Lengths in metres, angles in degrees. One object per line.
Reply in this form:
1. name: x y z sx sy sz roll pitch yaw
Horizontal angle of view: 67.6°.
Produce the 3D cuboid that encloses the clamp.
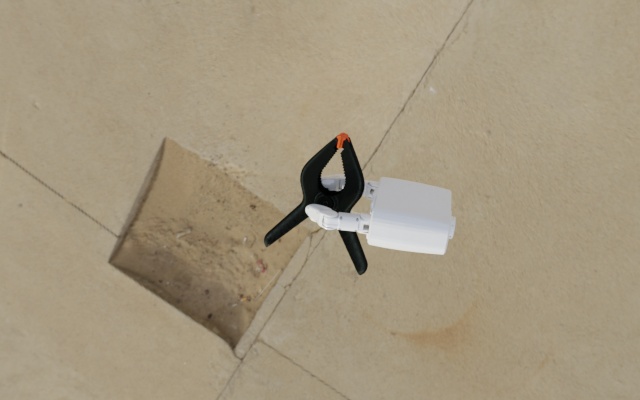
1. clamp: 0.000 0.002 0.705 0.164 0.210 0.036 9 19 8
